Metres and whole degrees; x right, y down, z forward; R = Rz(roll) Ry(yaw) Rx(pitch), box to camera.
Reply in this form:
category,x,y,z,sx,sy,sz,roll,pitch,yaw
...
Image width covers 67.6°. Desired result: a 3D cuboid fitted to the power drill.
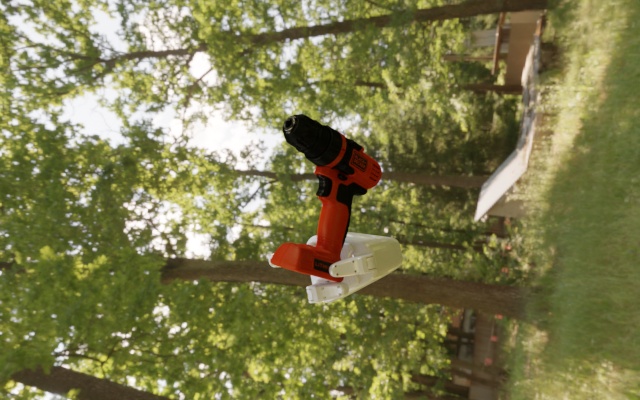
category,x,y,z,sx,sy,sz,roll,pitch,yaw
power drill,0.000,0.003,0.613,0.057,0.187,0.184,10,-11,44
